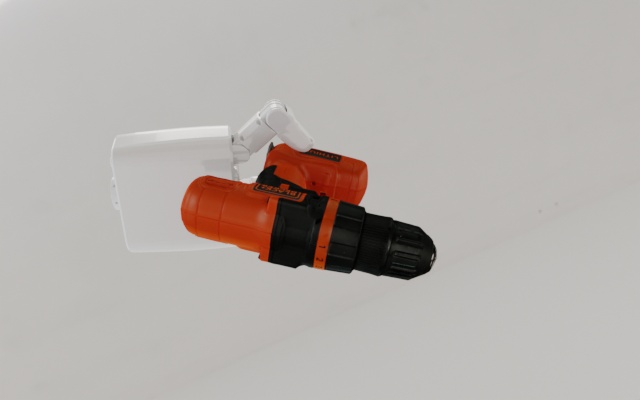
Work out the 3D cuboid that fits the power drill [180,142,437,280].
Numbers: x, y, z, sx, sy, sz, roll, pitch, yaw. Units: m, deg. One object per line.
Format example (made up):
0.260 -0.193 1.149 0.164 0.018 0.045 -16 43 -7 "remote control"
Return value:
0.000 0.001 0.407 0.184 0.057 0.187 14 16 4 "power drill"
